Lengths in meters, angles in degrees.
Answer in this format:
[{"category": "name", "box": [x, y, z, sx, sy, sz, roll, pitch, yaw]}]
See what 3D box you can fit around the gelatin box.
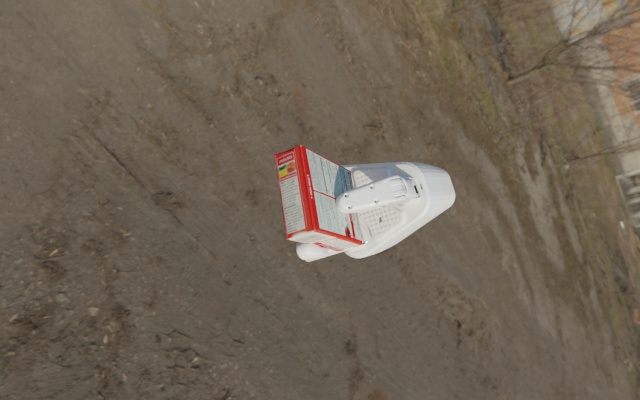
[{"category": "gelatin box", "box": [0.000, 0.001, 0.409, 0.030, 0.073, 0.089, -19, -20, 26]}]
